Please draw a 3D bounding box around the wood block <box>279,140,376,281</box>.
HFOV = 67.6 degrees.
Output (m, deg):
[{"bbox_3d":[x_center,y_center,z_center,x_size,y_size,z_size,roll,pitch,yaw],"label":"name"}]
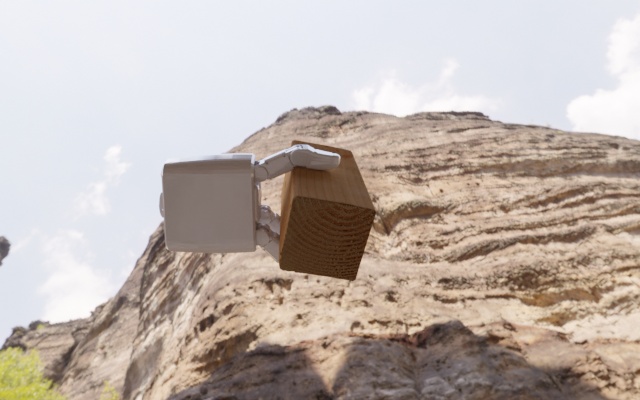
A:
[{"bbox_3d":[0.000,0.002,0.597,0.090,0.091,0.206,10,23,-8],"label":"wood block"}]
